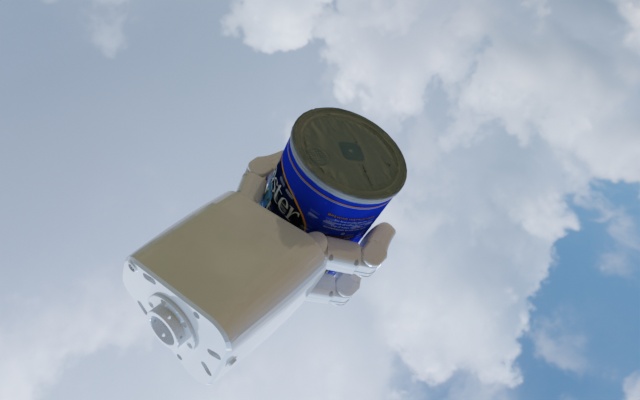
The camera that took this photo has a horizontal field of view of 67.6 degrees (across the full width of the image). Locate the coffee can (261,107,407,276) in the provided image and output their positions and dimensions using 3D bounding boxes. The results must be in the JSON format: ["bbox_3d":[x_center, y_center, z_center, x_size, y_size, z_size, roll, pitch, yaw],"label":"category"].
[{"bbox_3d":[0.000,0.001,0.436,0.103,0.102,0.140,0,-38,-27],"label":"coffee can"}]
